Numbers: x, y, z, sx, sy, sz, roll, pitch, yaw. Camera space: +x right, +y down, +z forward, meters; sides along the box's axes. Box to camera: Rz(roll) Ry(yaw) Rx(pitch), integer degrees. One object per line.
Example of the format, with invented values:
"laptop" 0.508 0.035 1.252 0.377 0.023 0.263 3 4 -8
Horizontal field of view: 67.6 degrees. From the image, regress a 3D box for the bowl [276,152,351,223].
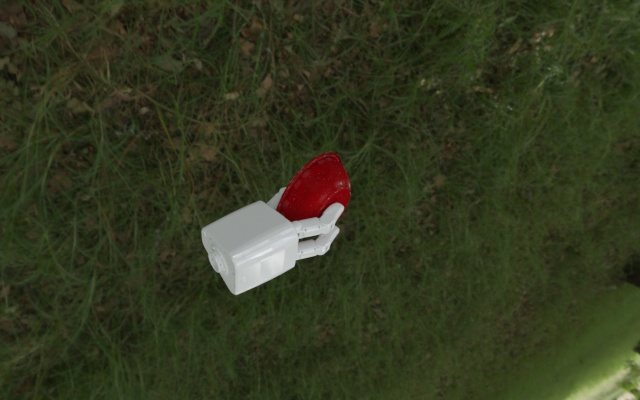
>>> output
"bowl" 0.001 0.002 0.788 0.055 0.162 0.162 36 16 23
